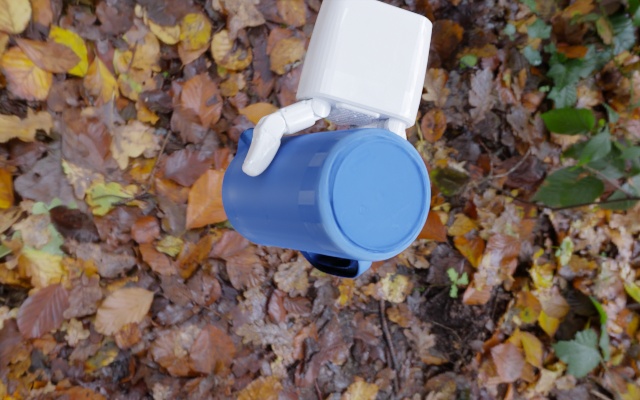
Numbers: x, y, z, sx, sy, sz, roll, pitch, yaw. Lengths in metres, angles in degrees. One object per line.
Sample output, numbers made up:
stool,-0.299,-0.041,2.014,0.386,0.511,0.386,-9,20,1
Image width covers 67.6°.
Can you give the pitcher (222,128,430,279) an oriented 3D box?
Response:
pitcher,0.000,0.001,0.484,0.149,0.145,0.243,17,-6,-26
